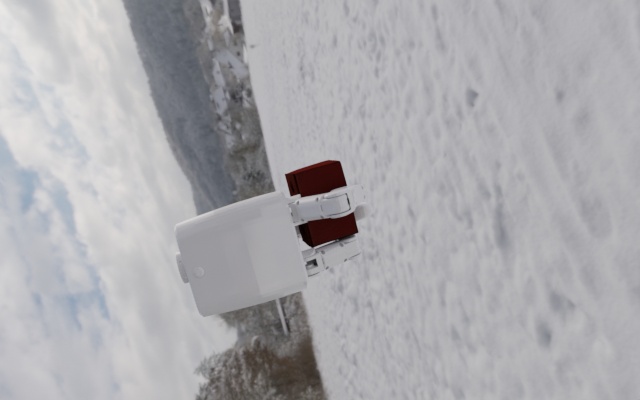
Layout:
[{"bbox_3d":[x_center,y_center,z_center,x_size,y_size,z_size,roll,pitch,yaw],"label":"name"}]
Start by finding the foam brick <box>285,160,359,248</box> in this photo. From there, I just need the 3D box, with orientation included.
[{"bbox_3d":[0.000,0.001,0.492,0.051,0.078,0.053,-16,7,-11],"label":"foam brick"}]
